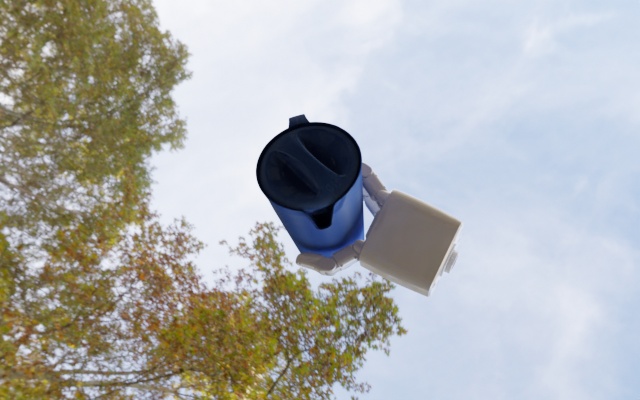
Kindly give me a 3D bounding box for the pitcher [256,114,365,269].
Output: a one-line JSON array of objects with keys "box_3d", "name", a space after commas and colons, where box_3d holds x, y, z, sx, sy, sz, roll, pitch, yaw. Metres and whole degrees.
[{"box_3d": [0.000, 0.002, 0.690, 0.145, 0.149, 0.243, 24, -23, 21], "name": "pitcher"}]
